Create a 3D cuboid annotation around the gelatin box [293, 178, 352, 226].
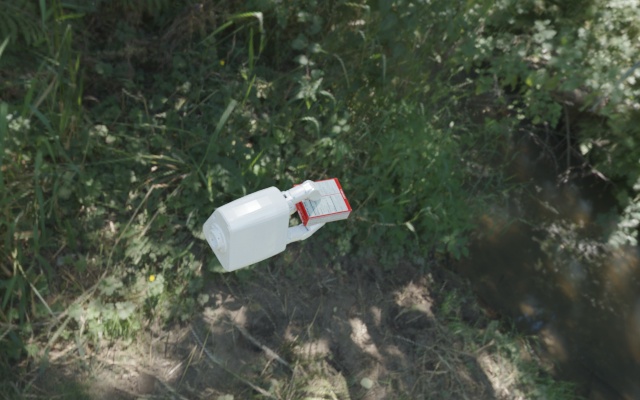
[{"bbox_3d":[0.001,0.002,0.844,0.089,0.073,0.030,-11,-31,-24],"label":"gelatin box"}]
